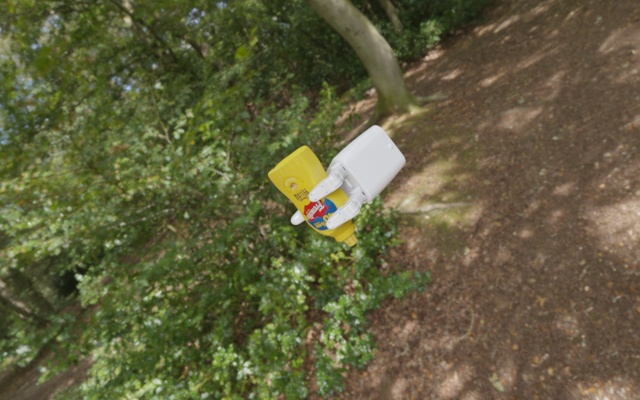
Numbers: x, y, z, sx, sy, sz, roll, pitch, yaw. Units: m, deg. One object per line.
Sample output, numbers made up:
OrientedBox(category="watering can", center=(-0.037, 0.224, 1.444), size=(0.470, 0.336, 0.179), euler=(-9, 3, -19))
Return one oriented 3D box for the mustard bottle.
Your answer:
OrientedBox(category="mustard bottle", center=(0.000, 0.003, 0.830), size=(0.096, 0.191, 0.058), euler=(-30, 14, 43))
